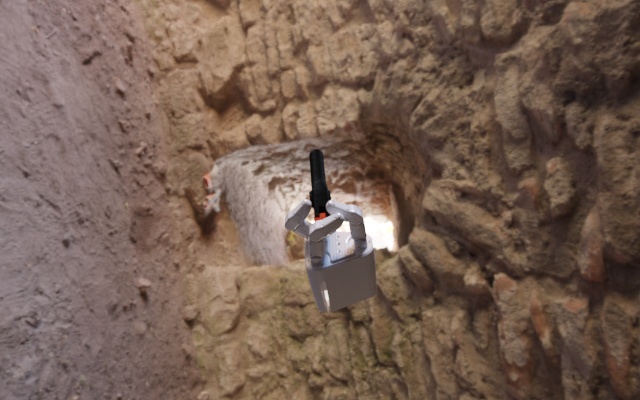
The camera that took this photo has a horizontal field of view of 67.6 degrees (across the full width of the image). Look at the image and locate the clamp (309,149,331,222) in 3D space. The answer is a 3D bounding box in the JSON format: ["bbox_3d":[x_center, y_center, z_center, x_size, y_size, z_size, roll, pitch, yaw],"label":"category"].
[{"bbox_3d":[0.001,0.003,0.804,0.039,0.120,0.171,-8,35,4],"label":"clamp"}]
